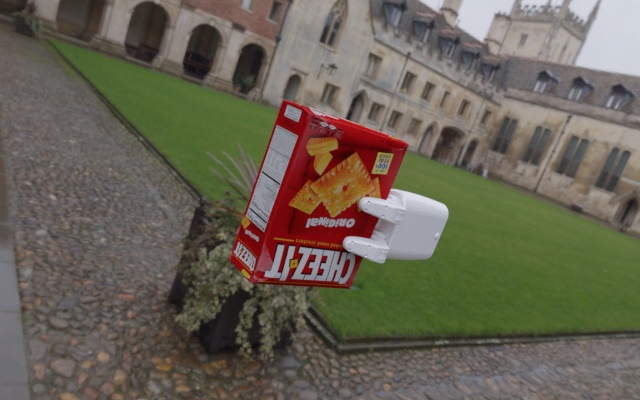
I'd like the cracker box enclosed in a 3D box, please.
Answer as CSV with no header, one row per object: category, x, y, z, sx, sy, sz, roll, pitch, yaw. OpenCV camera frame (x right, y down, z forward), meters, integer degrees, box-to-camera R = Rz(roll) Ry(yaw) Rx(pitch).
cracker box,0.000,0.002,0.602,0.164,0.214,0.072,11,14,-38
